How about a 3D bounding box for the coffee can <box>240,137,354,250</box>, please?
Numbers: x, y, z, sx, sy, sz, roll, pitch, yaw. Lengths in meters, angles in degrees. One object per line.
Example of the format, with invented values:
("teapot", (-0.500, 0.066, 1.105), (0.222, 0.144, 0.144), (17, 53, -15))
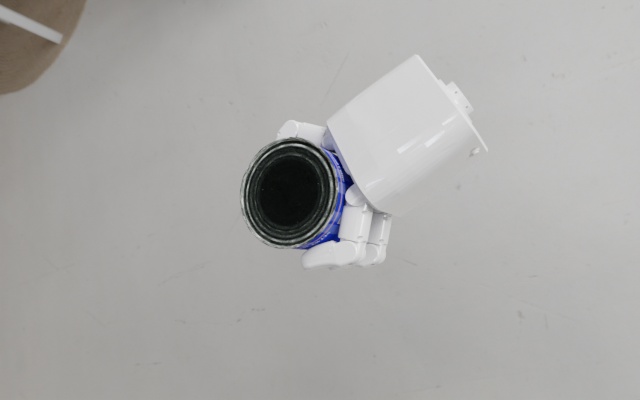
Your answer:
("coffee can", (0.000, 0.002, 0.491), (0.103, 0.103, 0.140), (0, -7, 27))
